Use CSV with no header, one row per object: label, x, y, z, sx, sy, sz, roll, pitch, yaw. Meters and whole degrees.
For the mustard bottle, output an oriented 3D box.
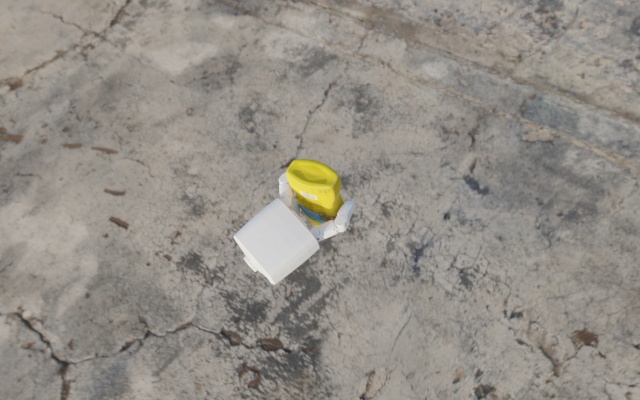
mustard bottle,0.000,0.003,0.896,0.096,0.058,0.192,18,-27,21
